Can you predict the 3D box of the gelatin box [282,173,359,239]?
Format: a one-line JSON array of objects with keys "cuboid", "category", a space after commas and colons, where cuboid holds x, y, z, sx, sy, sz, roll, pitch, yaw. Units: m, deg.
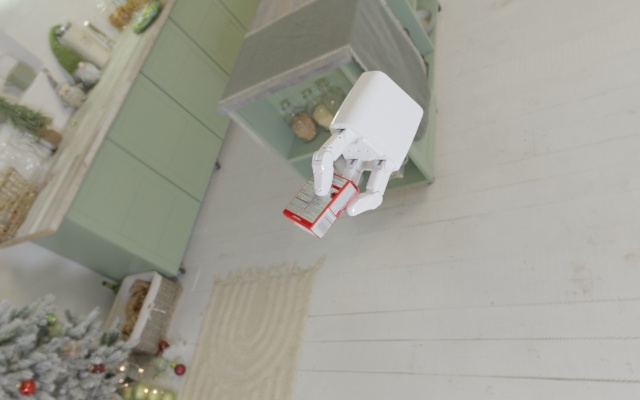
[{"cuboid": [0.000, 0.002, 0.665, 0.073, 0.089, 0.030, 26, -18, 50], "category": "gelatin box"}]
